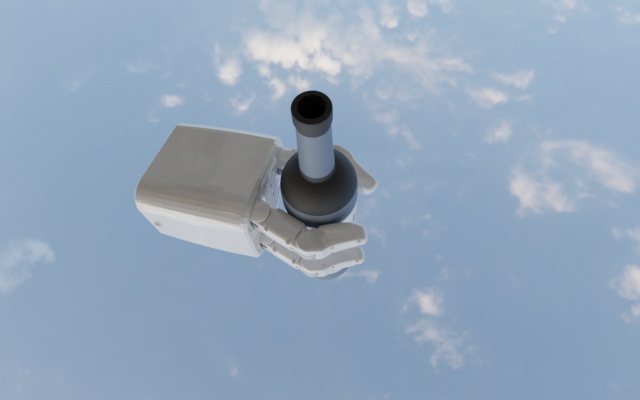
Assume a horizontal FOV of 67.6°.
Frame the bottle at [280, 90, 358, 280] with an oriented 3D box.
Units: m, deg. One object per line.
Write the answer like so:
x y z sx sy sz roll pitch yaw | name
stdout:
0.000 0.002 0.440 0.069 0.069 0.296 0 -25 3 | bottle
